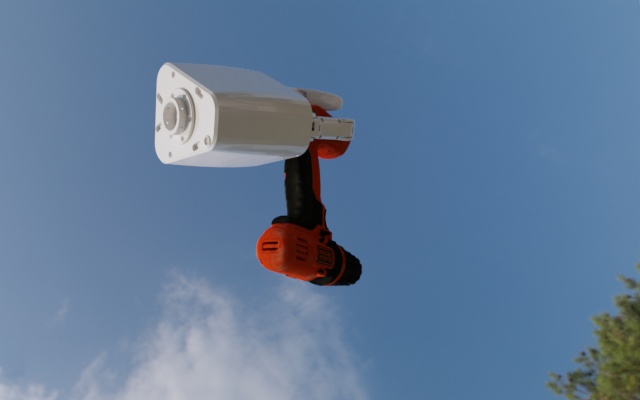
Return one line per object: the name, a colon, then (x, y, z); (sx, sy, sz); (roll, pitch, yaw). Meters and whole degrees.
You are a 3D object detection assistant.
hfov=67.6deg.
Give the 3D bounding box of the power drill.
power drill: (0.000, 0.001, 0.544); (0.057, 0.187, 0.184); (-7, -18, 26)
